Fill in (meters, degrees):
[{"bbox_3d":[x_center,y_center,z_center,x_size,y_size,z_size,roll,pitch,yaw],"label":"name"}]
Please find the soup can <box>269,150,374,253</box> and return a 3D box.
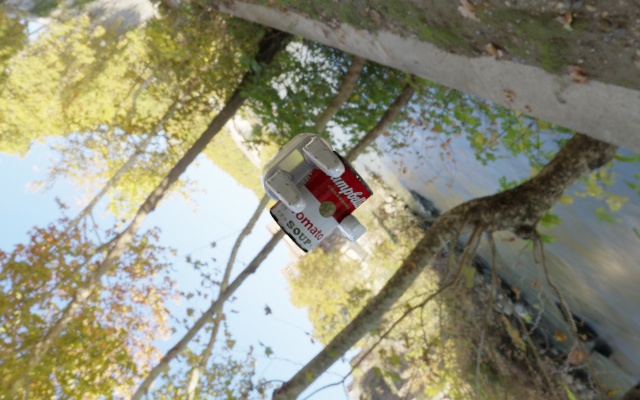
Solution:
[{"bbox_3d":[0.000,0.002,0.541,0.102,0.068,0.068,-42,0,0],"label":"soup can"}]
